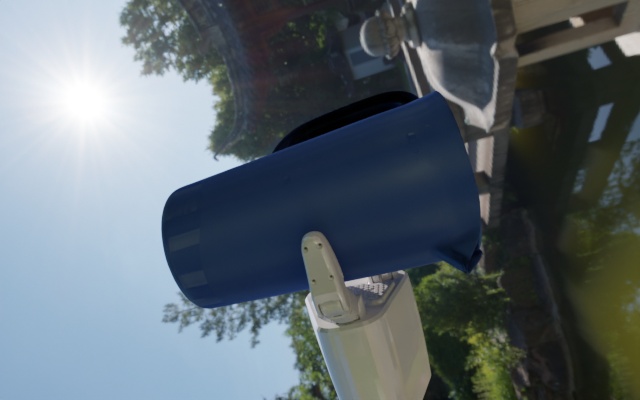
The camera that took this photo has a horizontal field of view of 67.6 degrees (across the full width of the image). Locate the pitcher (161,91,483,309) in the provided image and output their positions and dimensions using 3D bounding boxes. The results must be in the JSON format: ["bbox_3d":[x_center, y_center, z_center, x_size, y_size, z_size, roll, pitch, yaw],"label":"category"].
[{"bbox_3d":[0.000,0.002,0.401,0.243,0.145,0.149,-16,9,9],"label":"pitcher"}]
